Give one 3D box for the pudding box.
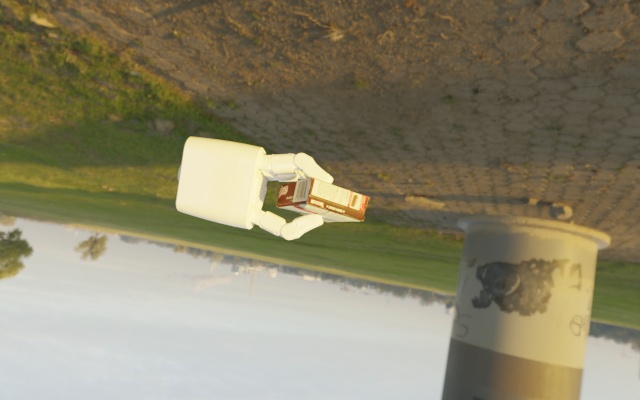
[{"bbox_3d":[0.000,0.002,0.665,0.090,0.039,0.113,17,-9,-23],"label":"pudding box"}]
